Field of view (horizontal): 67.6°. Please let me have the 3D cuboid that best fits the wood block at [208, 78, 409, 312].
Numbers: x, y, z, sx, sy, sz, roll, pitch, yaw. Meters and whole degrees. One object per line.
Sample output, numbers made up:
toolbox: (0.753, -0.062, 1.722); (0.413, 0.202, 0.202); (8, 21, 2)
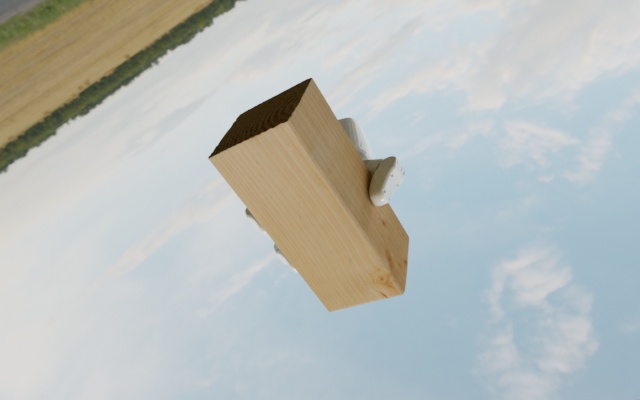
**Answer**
wood block: (0.000, 0.001, 0.467); (0.091, 0.206, 0.090); (-21, 29, 27)
